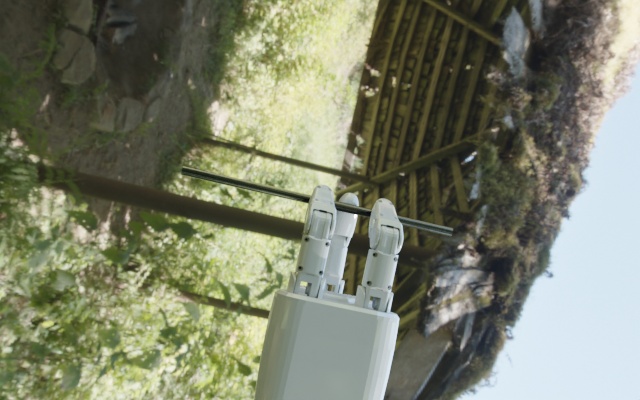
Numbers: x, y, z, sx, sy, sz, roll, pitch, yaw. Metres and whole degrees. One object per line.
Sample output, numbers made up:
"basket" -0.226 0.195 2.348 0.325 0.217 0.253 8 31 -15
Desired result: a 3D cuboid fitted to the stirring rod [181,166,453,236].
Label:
"stirring rod" 0.000 0.001 0.415 0.239 0.011 0.011 13 -1 -5
